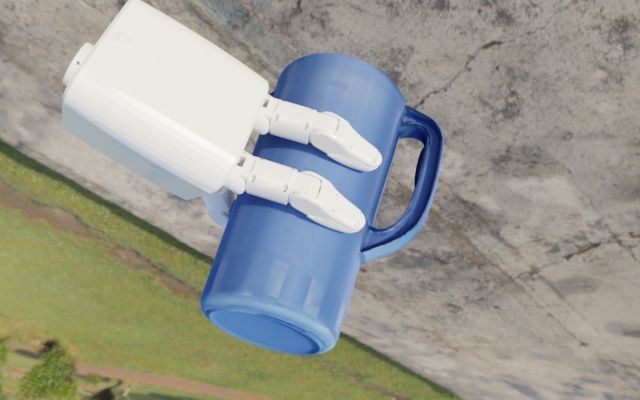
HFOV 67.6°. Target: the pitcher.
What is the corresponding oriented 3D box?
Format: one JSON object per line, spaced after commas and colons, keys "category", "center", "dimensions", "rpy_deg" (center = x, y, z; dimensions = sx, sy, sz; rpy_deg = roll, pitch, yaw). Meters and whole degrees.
{"category": "pitcher", "center": [0.000, 0.001, 0.413], "dimensions": [0.145, 0.242, 0.149], "rpy_deg": [33, -34, -25]}
